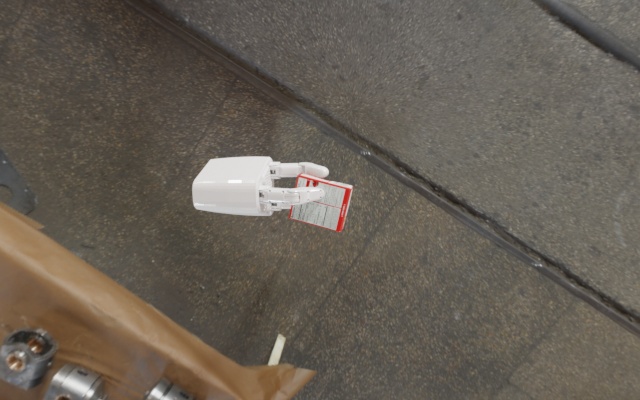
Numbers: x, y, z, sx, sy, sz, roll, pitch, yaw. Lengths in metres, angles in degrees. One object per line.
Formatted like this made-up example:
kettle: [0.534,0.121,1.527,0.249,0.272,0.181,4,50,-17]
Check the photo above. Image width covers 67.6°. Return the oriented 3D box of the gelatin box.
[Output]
gelatin box: [0.000,0.003,0.758,0.089,0.073,0.030,15,13,9]
